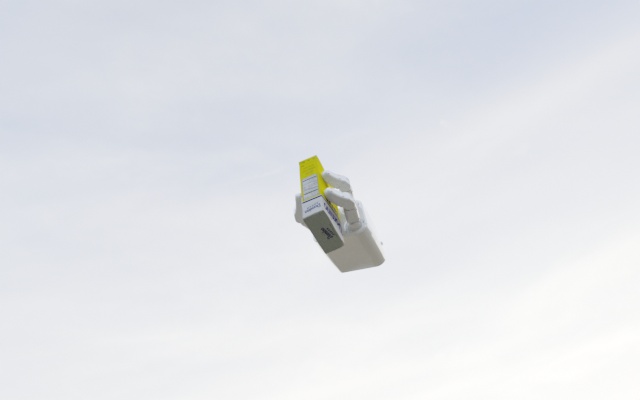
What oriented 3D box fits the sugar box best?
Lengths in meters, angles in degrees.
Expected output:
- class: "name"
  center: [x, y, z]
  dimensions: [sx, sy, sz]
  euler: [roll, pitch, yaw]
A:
- class: "sugar box"
  center: [0.001, 0.003, 0.868]
  dimensions: [0.048, 0.093, 0.176]
  euler: [-24, 36, 9]
